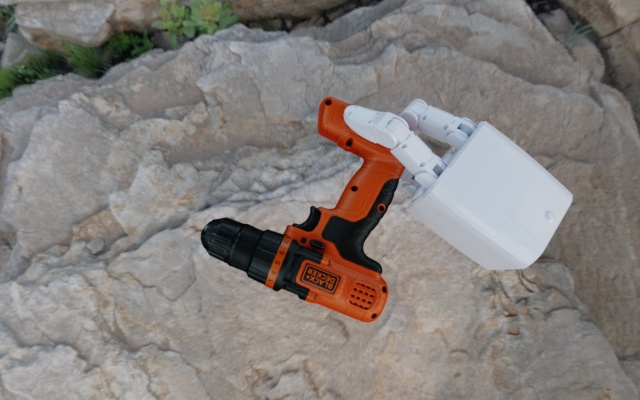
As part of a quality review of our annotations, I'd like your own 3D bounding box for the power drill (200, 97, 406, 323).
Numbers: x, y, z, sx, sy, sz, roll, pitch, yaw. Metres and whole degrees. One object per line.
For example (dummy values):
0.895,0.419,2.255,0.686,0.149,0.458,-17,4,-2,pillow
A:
0.001,0.001,0.458,0.184,0.187,0.057,23,-6,-1,power drill
